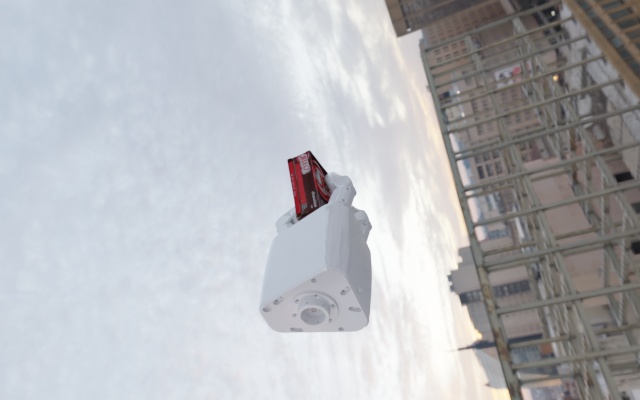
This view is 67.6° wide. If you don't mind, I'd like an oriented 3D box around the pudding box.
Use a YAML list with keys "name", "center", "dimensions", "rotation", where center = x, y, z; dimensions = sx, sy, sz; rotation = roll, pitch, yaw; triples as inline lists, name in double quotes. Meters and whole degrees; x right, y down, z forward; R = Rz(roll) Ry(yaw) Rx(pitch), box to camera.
- name: "pudding box"
  center: [0.000, 0.002, 0.622]
  dimensions: [0.039, 0.090, 0.113]
  rotation: [-18, -31, 14]
